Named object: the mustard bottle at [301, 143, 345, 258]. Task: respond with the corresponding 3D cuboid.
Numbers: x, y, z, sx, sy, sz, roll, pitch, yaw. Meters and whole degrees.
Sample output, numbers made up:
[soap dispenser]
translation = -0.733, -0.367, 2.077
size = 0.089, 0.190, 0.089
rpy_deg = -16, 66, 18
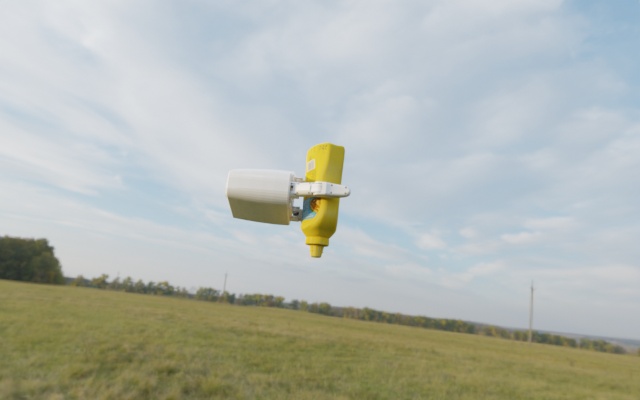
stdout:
[mustard bottle]
translation = 0.000, 0.002, 0.825
size = 0.058, 0.191, 0.096
rpy_deg = 11, -13, -24
